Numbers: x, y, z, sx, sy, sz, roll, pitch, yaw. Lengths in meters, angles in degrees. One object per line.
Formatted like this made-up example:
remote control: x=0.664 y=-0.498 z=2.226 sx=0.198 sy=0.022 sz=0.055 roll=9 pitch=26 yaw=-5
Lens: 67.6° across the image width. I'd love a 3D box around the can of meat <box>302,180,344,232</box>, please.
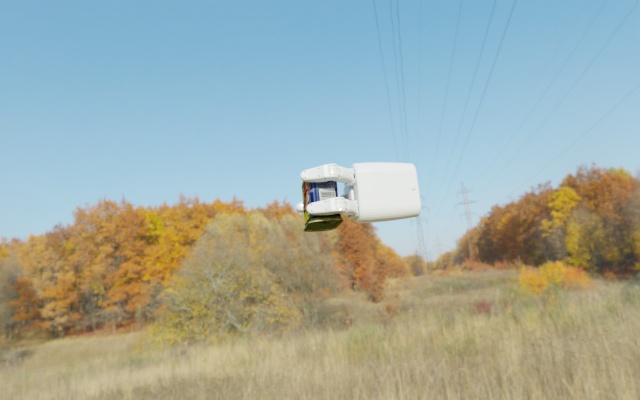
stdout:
can of meat: x=0.000 y=0.002 z=0.801 sx=0.057 sy=0.084 sz=0.102 roll=-3 pitch=-13 yaw=-9
